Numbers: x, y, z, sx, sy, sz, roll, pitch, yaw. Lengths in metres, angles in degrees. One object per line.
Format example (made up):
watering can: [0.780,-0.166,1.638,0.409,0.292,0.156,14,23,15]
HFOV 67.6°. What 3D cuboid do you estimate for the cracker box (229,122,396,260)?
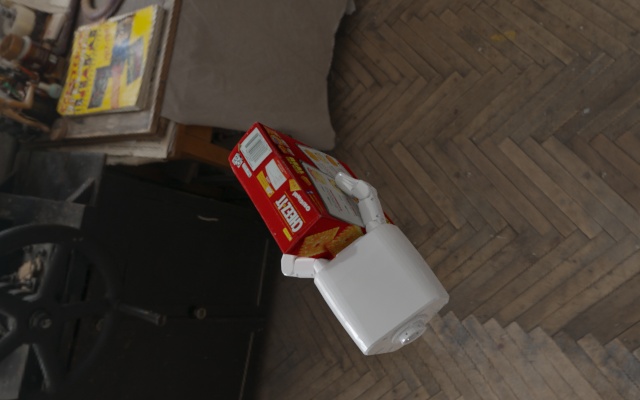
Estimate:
cracker box: [0.000,0.002,0.629,0.072,0.164,0.214,-46,-32,17]
